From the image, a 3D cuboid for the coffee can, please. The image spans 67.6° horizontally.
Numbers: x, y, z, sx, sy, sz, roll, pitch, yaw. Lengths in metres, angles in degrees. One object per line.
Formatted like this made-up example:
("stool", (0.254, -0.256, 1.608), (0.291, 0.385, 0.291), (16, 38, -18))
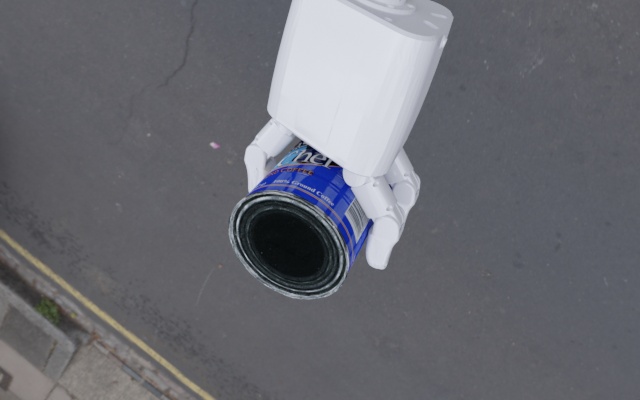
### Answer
("coffee can", (0.000, 0.001, 0.419), (0.103, 0.103, 0.140), (0, 31, 26))
